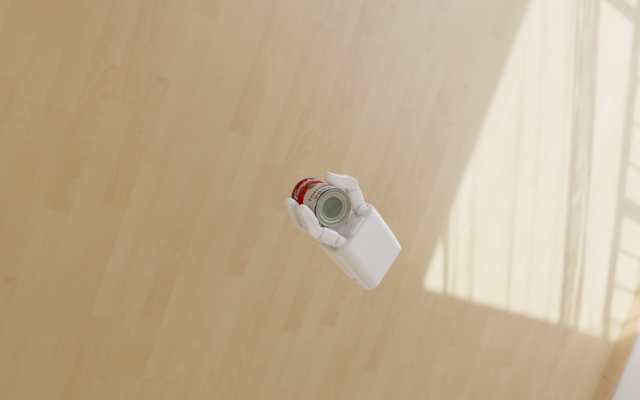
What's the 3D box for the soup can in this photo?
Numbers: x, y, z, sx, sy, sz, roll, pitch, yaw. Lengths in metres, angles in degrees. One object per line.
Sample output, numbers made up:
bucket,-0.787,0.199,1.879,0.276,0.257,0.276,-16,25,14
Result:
soup can,0.000,0.002,0.814,0.068,0.068,0.102,0,12,-25
